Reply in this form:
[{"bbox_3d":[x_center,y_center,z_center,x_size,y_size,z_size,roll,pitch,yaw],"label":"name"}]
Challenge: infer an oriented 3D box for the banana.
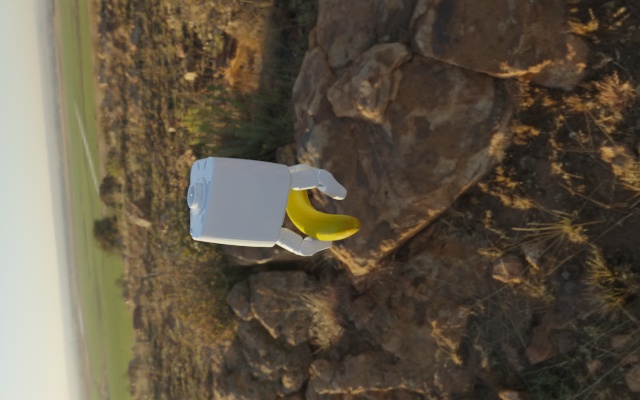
[{"bbox_3d":[-0.009,0.017,0.695,0.037,0.069,0.197,18,15,-33],"label":"banana"}]
